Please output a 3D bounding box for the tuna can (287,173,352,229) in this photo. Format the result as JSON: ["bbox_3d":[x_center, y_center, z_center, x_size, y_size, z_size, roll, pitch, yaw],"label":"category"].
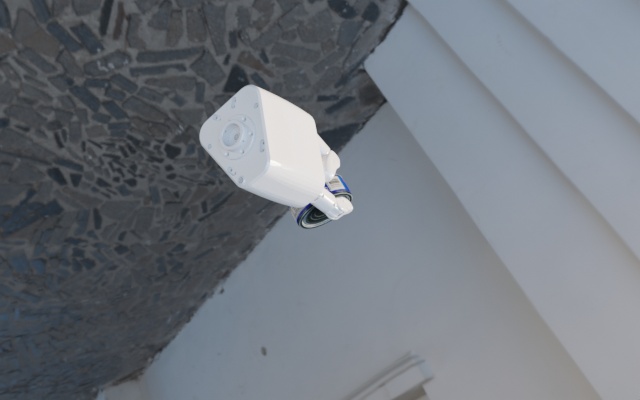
[{"bbox_3d":[0.000,0.003,0.652,0.086,0.033,0.086,-26,-24,-12],"label":"tuna can"}]
